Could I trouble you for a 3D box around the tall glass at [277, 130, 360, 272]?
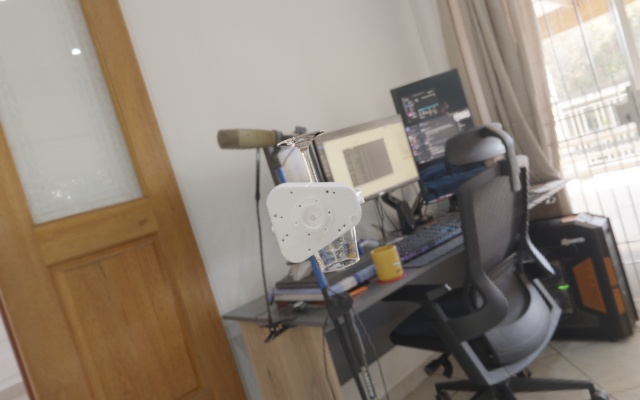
[{"bbox_3d":[0.000,0.002,0.711,0.079,0.201,0.079,-17,2,1],"label":"tall glass"}]
